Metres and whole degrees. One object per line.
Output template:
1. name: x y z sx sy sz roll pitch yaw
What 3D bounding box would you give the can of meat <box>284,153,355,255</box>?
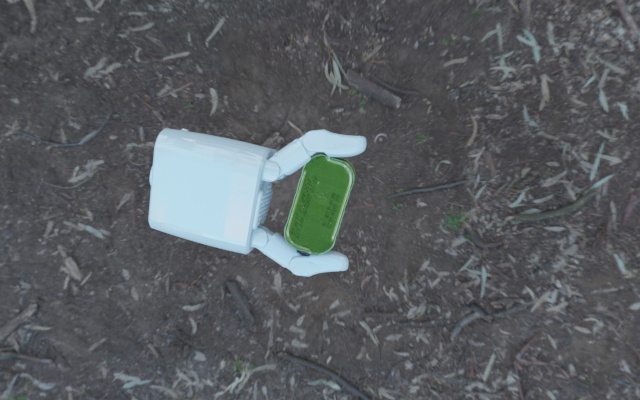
1. can of meat: 0.000 0.002 0.497 0.057 0.102 0.084 17 5 1
